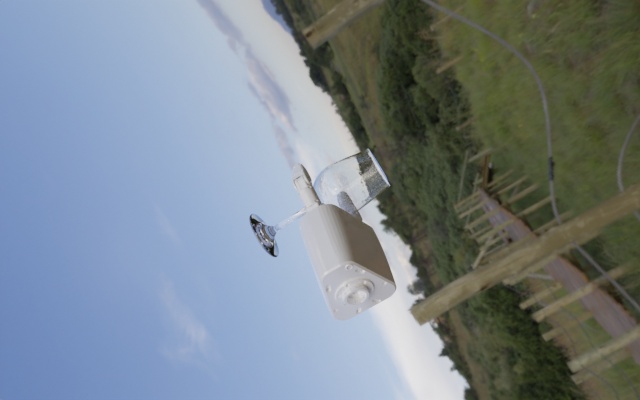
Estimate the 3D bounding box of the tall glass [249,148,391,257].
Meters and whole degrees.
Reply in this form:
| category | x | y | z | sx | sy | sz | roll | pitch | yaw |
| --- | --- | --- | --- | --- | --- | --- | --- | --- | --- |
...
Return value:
| category | x | y | z | sx | sy | sz | roll | pitch | yaw |
| --- | --- | --- | --- | --- | --- | --- | --- | --- | --- |
| tall glass | -0.001 | 0.002 | 0.694 | 0.201 | 0.079 | 0.079 | -31 | -6 | 9 |
